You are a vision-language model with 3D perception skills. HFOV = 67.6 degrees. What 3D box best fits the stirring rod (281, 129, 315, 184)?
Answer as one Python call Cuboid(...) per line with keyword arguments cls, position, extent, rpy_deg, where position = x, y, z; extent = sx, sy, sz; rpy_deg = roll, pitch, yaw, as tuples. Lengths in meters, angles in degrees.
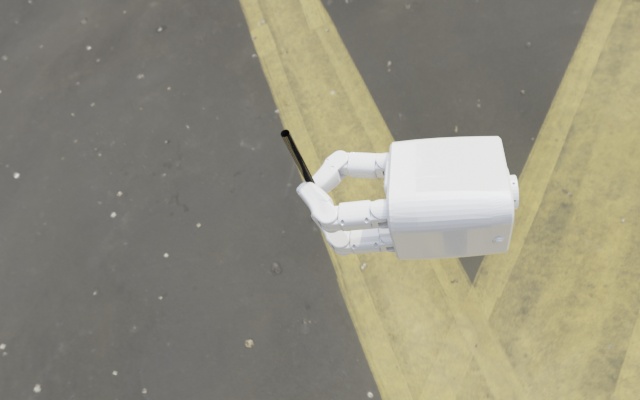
Cuboid(cls="stirring rod", position=(0.000, 0.002, 0.506), extent=(0.011, 0.011, 0.240), rpy_deg=(0, -29, 17))
